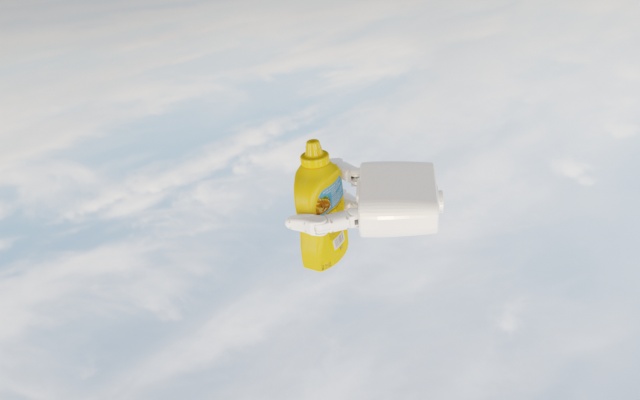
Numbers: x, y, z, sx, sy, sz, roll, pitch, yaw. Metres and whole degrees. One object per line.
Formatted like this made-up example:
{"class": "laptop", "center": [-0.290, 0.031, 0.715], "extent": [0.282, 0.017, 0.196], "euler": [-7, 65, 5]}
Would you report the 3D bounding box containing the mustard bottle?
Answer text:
{"class": "mustard bottle", "center": [0.000, 0.002, 0.698], "extent": [0.058, 0.192, 0.096], "euler": [11, 33, 30]}
